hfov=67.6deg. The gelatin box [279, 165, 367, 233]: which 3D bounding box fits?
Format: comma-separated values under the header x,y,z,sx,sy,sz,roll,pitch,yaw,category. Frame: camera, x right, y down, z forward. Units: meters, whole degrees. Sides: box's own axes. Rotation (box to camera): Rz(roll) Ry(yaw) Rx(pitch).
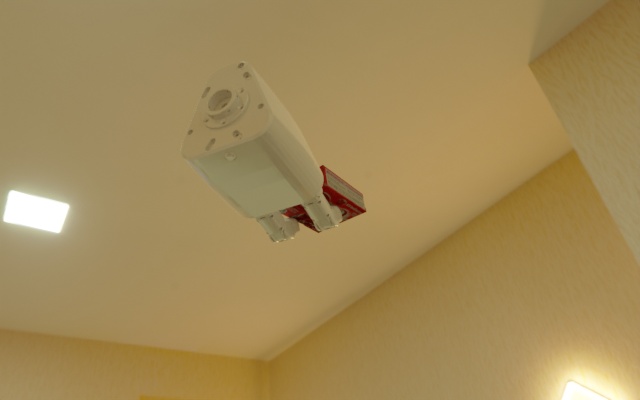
x,y,z,sx,sy,sz,roll,pitch,yaw,category
0.000,0.002,0.566,0.073,0.030,0.089,-26,-35,26,gelatin box
